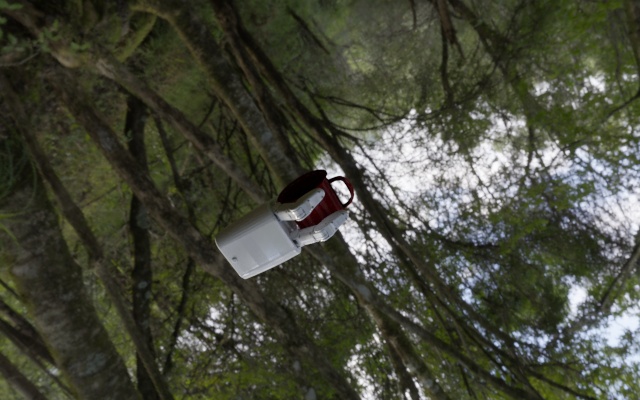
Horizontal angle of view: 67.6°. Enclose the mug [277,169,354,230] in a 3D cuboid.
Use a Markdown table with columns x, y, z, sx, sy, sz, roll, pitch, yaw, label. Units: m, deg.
| x | y | z | sx | sy | sz | roll | pitch | yaw | label |
| --- | --- | --- | --- | --- | --- | --- | --- | --- | --- |
| 0.001 | 0.002 | 0.777 | 0.117 | 0.081 | 0.093 | -28 | 22 | 11 | mug |
